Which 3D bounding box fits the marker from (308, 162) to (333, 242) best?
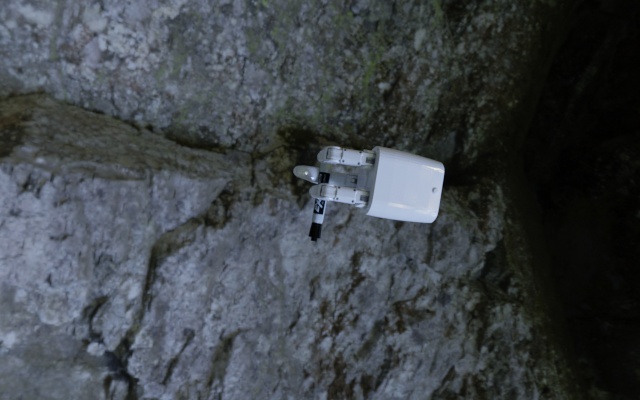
[{"bbox_3d":[0.000,0.002,0.727,0.020,0.121,0.020,10,-2,0],"label":"marker"}]
